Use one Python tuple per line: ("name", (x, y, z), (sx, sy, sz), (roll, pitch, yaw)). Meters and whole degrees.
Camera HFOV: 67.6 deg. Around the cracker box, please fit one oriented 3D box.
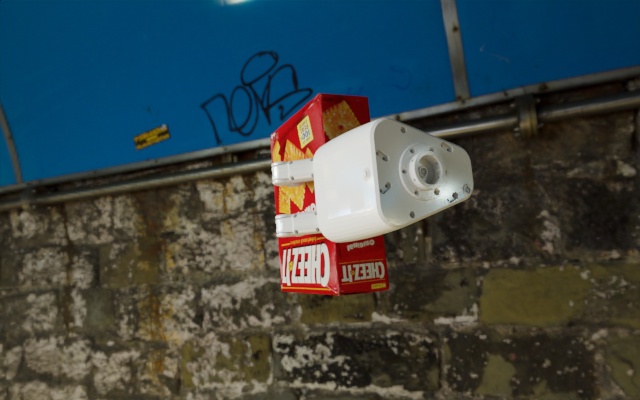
("cracker box", (0.000, 0.002, 0.572), (0.072, 0.213, 0.164), (-1, -8, -26))
